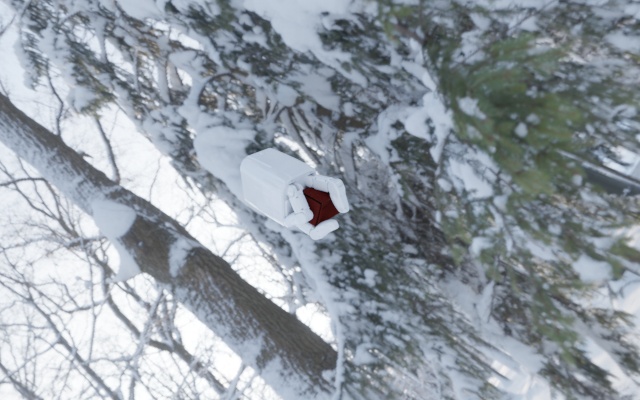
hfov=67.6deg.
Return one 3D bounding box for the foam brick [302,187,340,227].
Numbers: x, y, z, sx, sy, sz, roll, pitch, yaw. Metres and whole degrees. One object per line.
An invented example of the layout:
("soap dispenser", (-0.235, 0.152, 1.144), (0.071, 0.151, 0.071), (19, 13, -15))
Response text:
("foam brick", (0.000, 0.003, 0.865), (0.051, 0.053, 0.078), (29, 34, 25))
